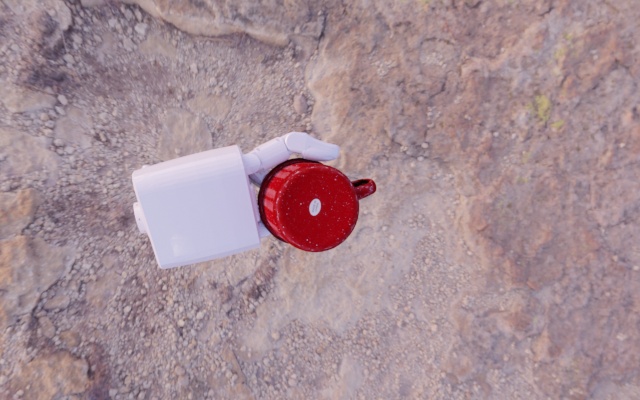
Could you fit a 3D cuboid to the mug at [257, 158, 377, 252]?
[{"bbox_3d":[0.002,0.001,0.470,0.117,0.093,0.081,-15,8,-12],"label":"mug"}]
